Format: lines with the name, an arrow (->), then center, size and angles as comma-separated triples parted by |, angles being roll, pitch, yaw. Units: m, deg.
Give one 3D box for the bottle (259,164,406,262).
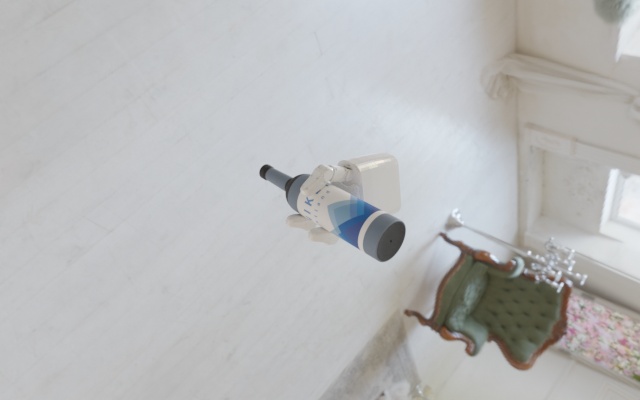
bottle -> 0.000, 0.003, 0.764 | 0.069, 0.069, 0.295 | 0, 22, -47
